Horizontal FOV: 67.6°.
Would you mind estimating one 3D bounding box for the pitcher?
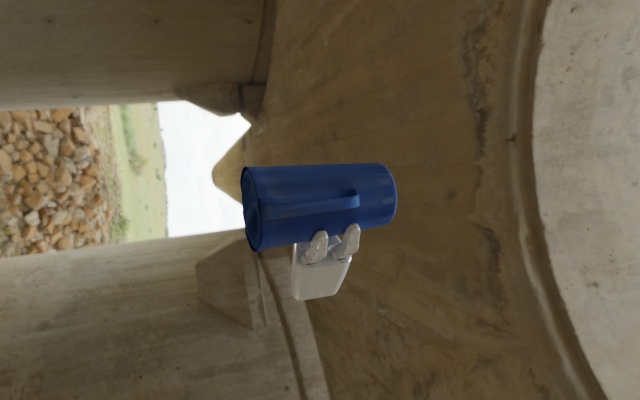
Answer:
[{"bbox_3d":[0.000,0.003,0.766,0.243,0.149,0.145,-7,-42,-20],"label":"pitcher"}]
